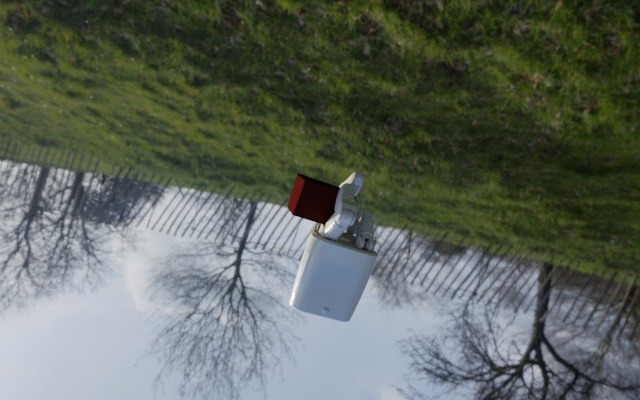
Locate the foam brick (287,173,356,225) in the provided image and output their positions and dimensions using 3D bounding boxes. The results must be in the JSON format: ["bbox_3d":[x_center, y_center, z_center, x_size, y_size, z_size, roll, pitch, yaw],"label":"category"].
[{"bbox_3d":[0.000,0.002,0.656,0.078,0.051,0.053,18,9,-16],"label":"foam brick"}]
